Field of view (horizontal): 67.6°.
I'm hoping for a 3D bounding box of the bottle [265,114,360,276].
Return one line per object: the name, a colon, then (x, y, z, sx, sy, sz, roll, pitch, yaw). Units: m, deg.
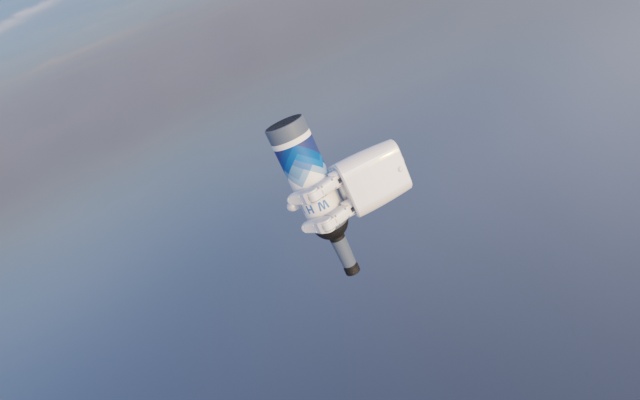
bottle: (0.000, 0.002, 0.803, 0.069, 0.296, 0.069, -22, 21, 9)
